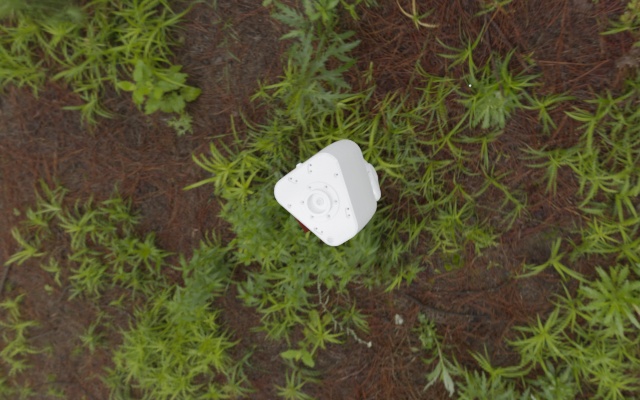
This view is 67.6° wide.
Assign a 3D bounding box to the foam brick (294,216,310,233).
[{"bbox_3d":[0.000,0.003,0.700,0.078,0.053,0.051,-33,2,22],"label":"foam brick"}]
